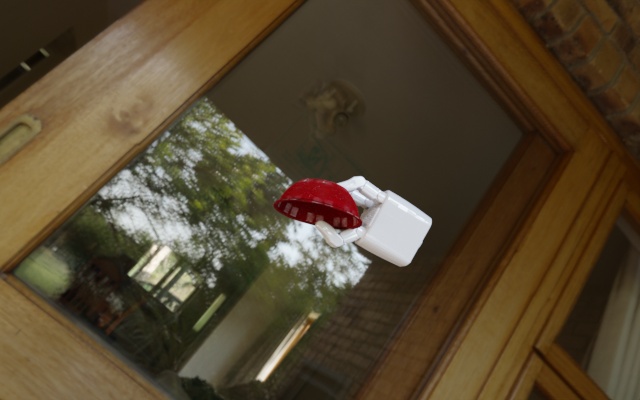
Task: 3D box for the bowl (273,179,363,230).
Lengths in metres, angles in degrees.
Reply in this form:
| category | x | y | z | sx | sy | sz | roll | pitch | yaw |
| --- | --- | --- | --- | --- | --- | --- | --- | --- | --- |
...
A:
| category | x | y | z | sx | sy | sz | roll | pitch | yaw |
| --- | --- | --- | --- | --- | --- | --- | --- | --- | --- |
| bowl | -0.001 | 0.002 | 0.851 | 0.162 | 0.055 | 0.162 | 11 | -16 | 3 |
